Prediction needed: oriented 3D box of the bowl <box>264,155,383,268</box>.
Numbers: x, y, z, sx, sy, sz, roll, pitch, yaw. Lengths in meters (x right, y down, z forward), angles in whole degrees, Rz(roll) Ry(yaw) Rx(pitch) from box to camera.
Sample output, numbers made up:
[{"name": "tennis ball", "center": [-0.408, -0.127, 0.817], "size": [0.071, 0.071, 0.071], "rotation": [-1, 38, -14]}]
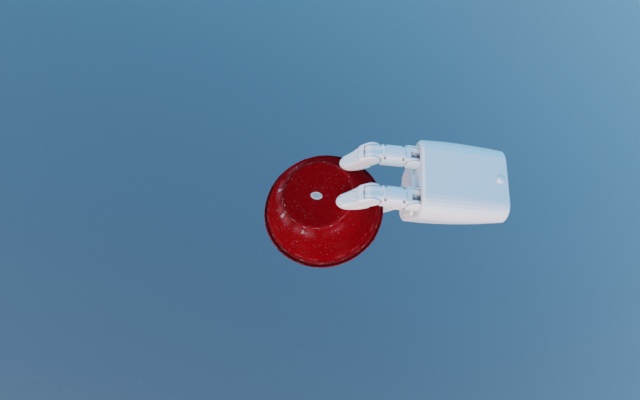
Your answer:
[{"name": "bowl", "center": [-0.001, 0.002, 0.619], "size": [0.162, 0.162, 0.055], "rotation": [0, -22, 8]}]
